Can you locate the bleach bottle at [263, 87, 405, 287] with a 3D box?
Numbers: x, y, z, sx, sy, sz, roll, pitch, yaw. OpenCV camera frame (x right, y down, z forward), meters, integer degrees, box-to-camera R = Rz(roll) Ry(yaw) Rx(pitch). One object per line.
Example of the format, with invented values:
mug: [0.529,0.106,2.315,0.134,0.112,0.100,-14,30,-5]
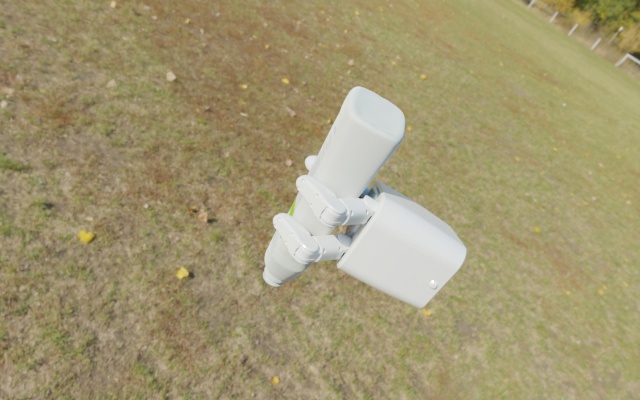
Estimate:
bleach bottle: [0.000,0.002,0.540,0.068,0.251,0.102,29,31,-6]
